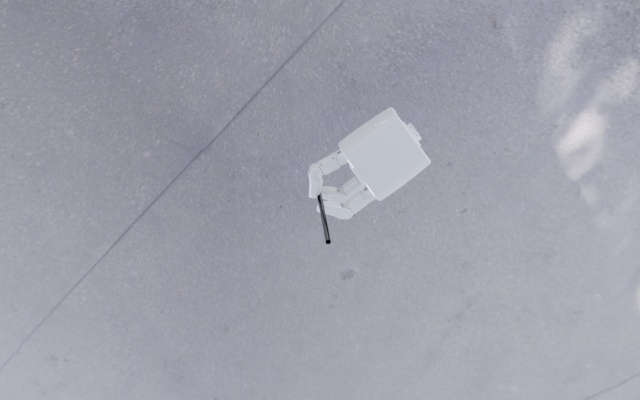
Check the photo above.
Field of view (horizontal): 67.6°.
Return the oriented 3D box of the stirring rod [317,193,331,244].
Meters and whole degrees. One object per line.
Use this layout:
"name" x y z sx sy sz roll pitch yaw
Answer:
"stirring rod" 0.000 0.002 0.789 0.011 0.011 0.239 0 28 -6
